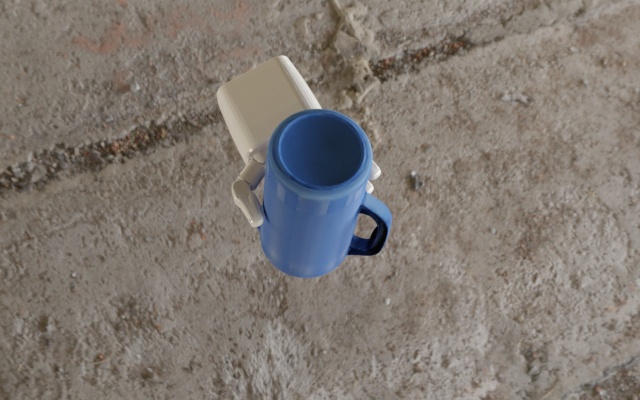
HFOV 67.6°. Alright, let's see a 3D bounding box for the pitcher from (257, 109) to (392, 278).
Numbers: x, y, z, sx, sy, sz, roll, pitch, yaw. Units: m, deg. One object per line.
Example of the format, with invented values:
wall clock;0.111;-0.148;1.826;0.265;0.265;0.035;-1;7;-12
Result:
pitcher;0.000;0.002;0.582;0.149;0.145;0.243;-23;-20;-15
